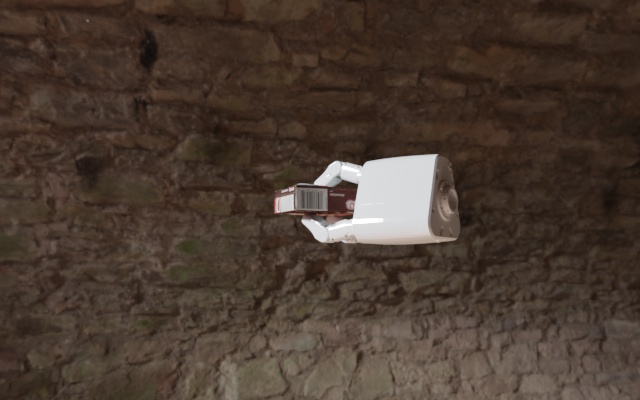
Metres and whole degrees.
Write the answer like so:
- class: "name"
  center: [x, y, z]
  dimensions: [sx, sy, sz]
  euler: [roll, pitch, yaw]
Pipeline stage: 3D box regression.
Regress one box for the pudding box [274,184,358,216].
- class: "pudding box"
  center: [0.000, 0.002, 0.685]
  dimensions: [0.113, 0.039, 0.090]
  euler: [5, -7, -23]
